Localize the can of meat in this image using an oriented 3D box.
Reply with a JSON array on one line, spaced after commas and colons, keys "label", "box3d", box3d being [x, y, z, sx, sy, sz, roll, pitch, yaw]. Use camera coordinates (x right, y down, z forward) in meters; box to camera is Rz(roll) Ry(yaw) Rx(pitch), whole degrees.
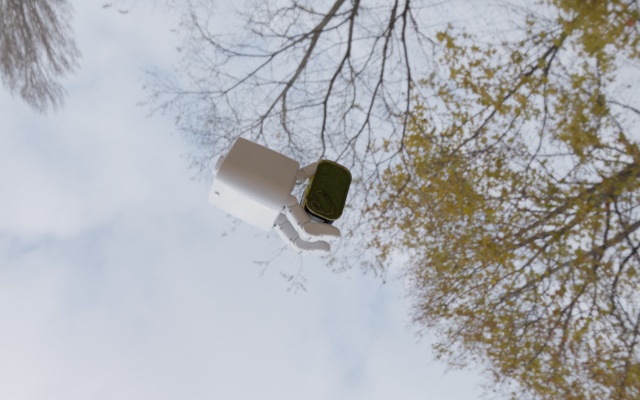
[{"label": "can of meat", "box3d": [0.000, 0.003, 0.736, 0.057, 0.102, 0.084, 23, -36, -9]}]
